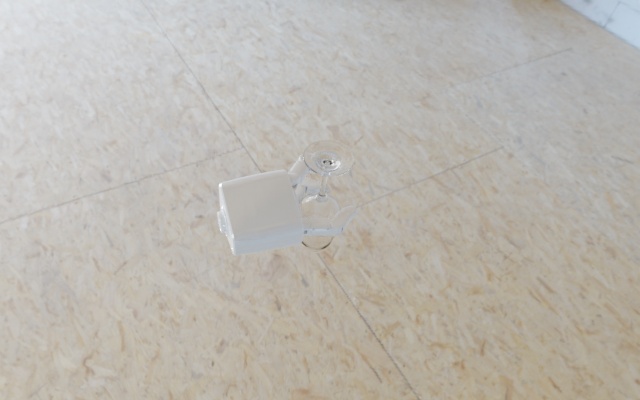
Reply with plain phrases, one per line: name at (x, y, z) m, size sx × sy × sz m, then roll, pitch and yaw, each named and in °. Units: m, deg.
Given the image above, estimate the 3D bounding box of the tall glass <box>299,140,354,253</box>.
tall glass at (0.000, 0.002, 0.767) m, size 0.079 × 0.079 × 0.201 m, roll 0°, pitch -41°, yaw -8°
